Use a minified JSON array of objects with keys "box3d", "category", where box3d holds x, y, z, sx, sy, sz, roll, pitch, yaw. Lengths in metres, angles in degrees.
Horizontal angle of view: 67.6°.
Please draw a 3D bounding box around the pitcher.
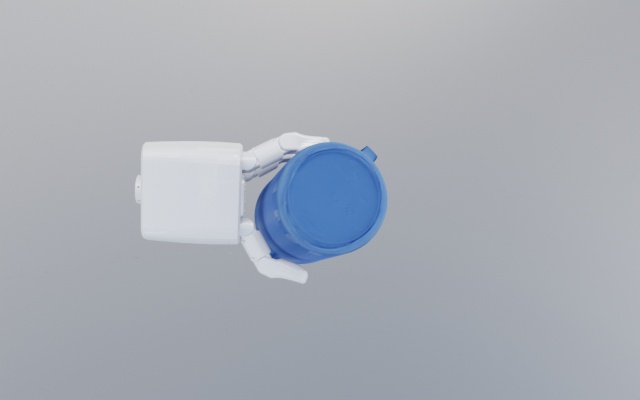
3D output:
[{"box3d":[0.000,0.002,0.558,0.145,0.149,0.243,2,-7,-10],"category":"pitcher"}]
